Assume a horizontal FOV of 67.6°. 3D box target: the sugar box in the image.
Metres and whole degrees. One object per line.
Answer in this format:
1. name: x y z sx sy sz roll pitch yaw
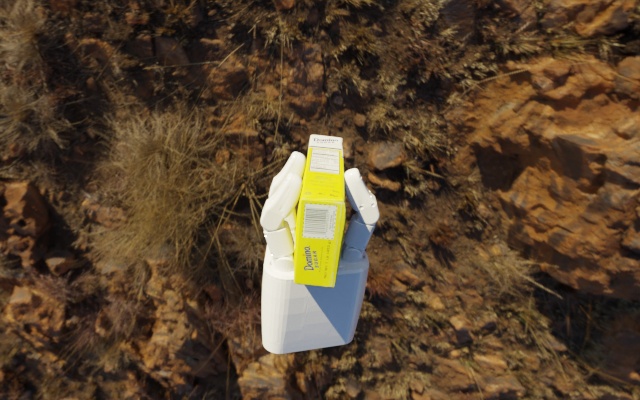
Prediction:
1. sugar box: 0.000 0.002 0.507 0.048 0.093 0.176 5 25 -4
